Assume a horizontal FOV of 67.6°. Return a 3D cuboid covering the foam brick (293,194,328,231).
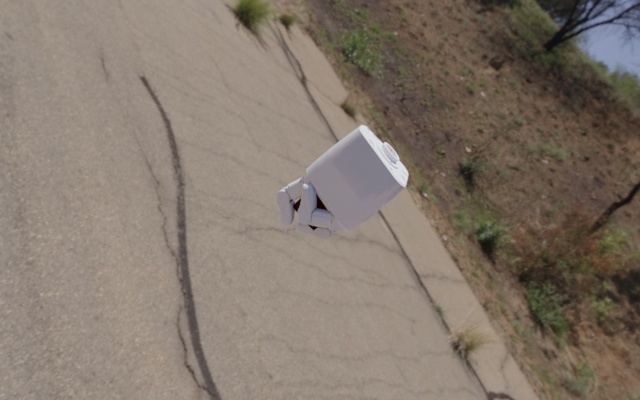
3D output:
[{"bbox_3d":[0.000,0.002,0.753,0.051,0.053,0.078,-39,5,22],"label":"foam brick"}]
